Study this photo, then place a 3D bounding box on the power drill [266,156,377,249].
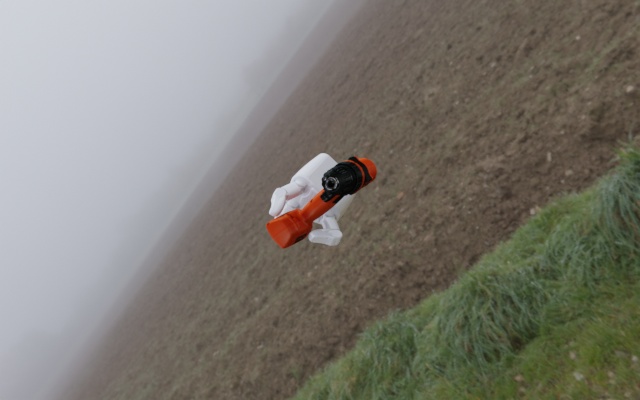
[{"bbox_3d":[0.000,0.003,0.780,0.188,0.057,0.184,-38,-7,23],"label":"power drill"}]
